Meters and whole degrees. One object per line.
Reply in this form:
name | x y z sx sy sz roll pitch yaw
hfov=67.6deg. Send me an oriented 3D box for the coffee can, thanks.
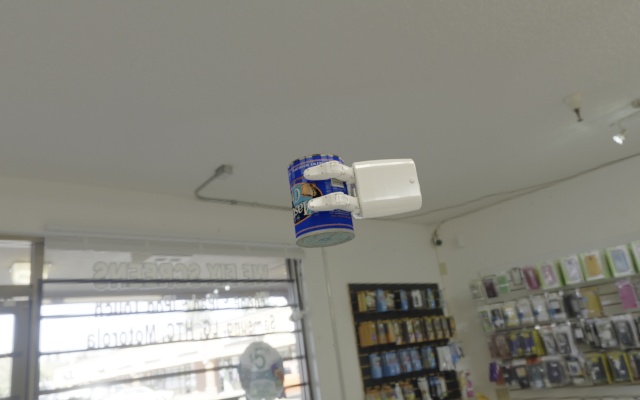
coffee can | 0.000 0.003 0.837 0.103 0.140 0.103 -7 -18 -2
